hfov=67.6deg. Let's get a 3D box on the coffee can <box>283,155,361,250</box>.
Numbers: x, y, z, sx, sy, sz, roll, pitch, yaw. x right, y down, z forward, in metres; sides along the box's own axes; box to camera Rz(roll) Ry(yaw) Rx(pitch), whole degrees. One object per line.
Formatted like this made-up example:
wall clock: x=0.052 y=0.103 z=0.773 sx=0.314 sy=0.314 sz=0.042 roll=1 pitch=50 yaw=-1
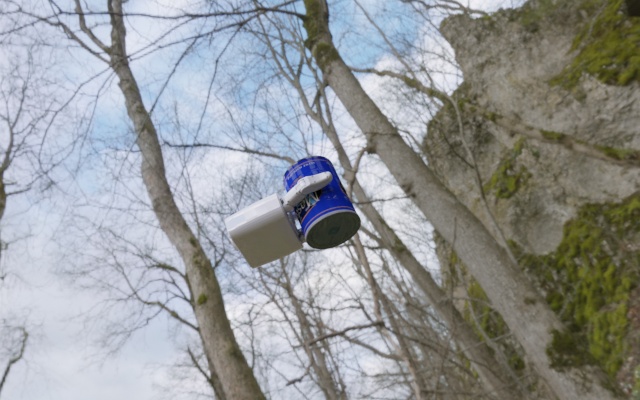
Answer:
coffee can: x=0.000 y=0.003 z=0.868 sx=0.103 sy=0.140 sz=0.103 roll=-16 pitch=-37 yaw=-12
